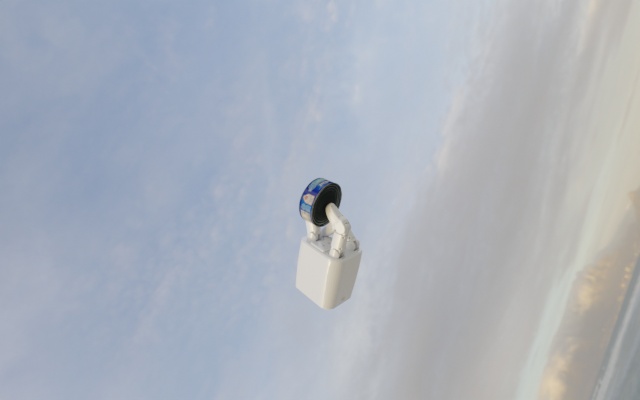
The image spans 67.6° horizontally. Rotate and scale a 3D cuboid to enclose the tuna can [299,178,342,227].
[{"bbox_3d":[0.000,0.003,0.866,0.033,0.086,0.086,25,14,32],"label":"tuna can"}]
